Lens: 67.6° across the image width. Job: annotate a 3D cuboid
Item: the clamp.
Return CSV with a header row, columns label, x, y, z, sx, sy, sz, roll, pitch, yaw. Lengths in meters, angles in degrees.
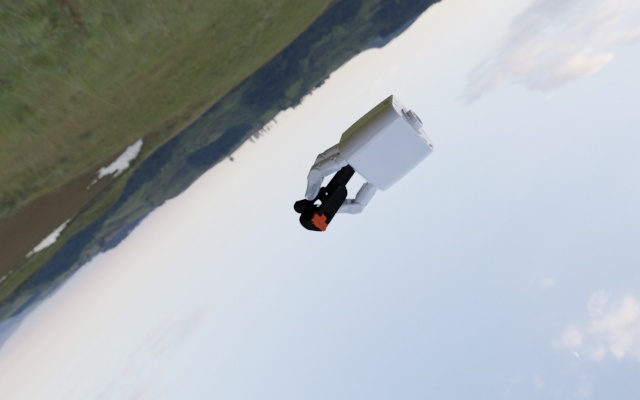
label,x,y,z,sx,sy,sz,roll,pitch,yaw
clamp,0.001,0.003,0.793,0.164,0.036,0.210,-40,13,24
